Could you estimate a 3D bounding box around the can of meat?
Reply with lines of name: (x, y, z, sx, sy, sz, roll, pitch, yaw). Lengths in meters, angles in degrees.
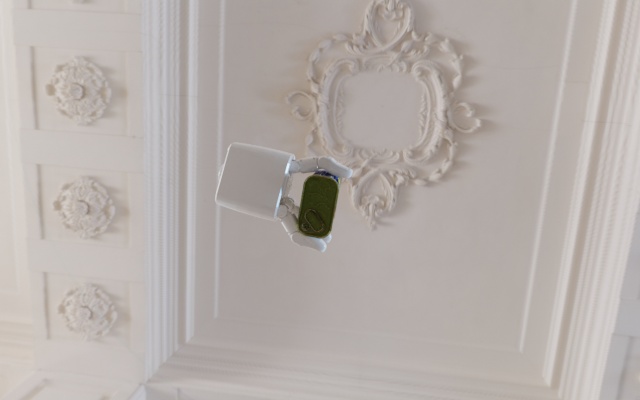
can of meat: (0.000, 0.002, 0.797, 0.057, 0.102, 0.084, 11, 12, 4)
